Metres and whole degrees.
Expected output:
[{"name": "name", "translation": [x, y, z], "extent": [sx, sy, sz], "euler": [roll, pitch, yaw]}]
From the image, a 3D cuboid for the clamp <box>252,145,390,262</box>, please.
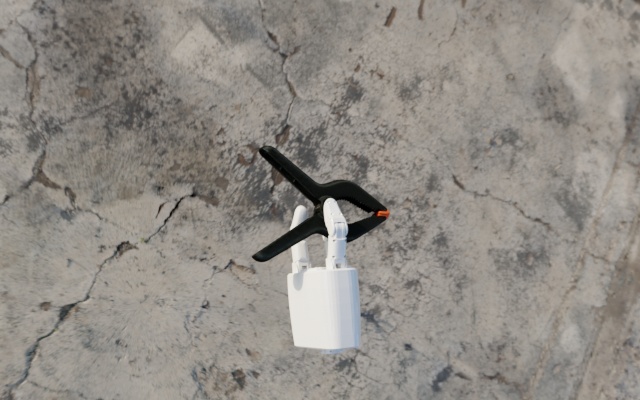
[{"name": "clamp", "translation": [0.001, 0.002, 0.693], "extent": [0.210, 0.164, 0.036], "euler": [-1, -10, -21]}]
